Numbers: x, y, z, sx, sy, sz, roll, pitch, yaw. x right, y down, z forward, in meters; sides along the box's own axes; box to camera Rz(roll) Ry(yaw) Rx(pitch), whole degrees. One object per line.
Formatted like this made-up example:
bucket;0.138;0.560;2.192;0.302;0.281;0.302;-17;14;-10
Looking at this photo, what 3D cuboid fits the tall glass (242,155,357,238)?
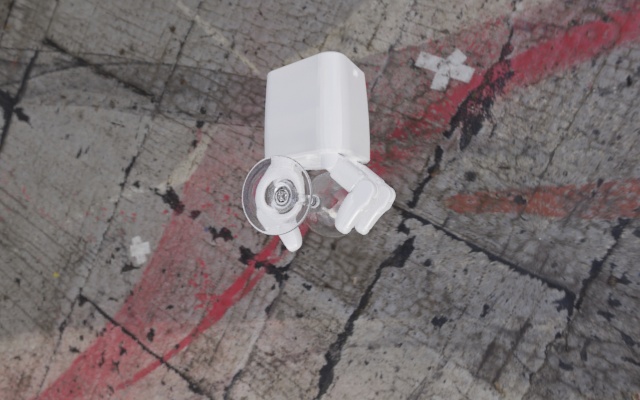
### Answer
tall glass;0.000;0.002;0.528;0.079;0.079;0.201;0;-4;25
